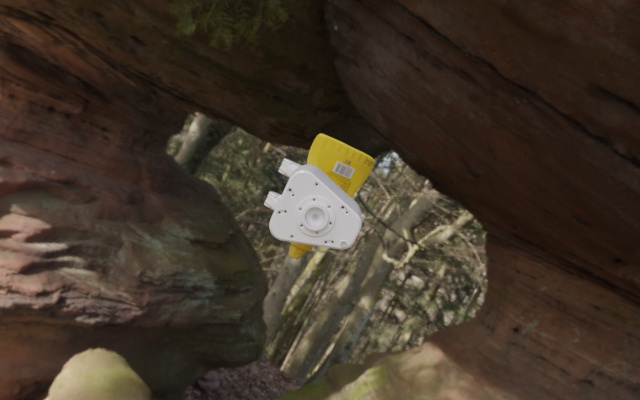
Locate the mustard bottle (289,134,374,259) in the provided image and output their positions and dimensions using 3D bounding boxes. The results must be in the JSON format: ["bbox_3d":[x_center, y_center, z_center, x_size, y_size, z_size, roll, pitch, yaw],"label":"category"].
[{"bbox_3d":[0.000,0.002,0.732,0.096,0.191,0.058,22,7,-25],"label":"mustard bottle"}]
